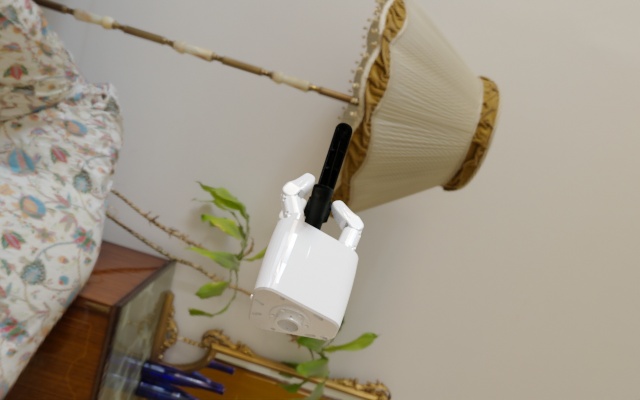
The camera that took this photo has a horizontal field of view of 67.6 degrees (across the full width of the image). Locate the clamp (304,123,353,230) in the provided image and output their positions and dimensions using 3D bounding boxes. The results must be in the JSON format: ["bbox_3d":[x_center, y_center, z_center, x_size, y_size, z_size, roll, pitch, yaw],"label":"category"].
[{"bbox_3d":[0.001,0.003,0.677,0.036,0.164,0.210,19,-44,2],"label":"clamp"}]
